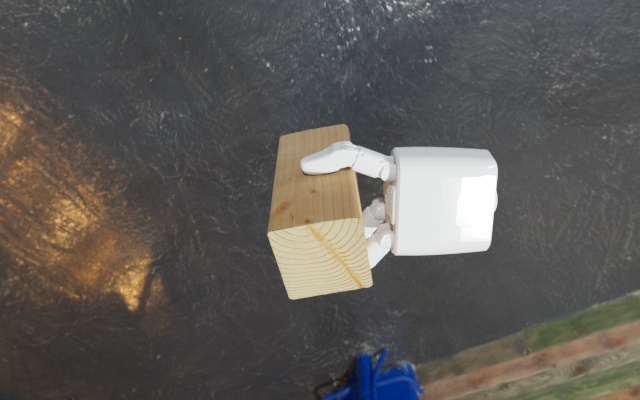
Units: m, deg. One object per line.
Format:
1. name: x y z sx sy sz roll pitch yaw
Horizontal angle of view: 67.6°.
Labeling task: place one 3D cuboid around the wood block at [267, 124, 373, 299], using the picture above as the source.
1. wood block: 0.000 0.002 0.547 0.090 0.091 0.206 -10 33 5
